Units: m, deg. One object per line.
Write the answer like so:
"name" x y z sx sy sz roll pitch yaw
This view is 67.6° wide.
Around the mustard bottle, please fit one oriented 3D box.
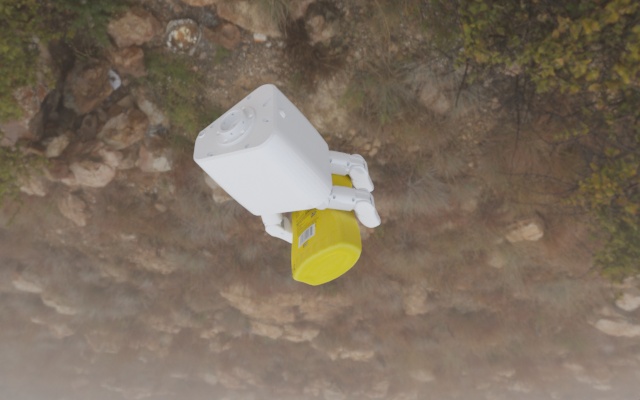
"mustard bottle" 0.000 0.002 0.598 0.058 0.191 0.096 21 -45 -29
